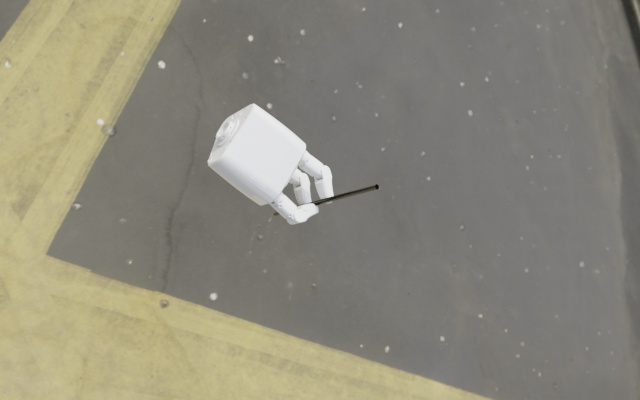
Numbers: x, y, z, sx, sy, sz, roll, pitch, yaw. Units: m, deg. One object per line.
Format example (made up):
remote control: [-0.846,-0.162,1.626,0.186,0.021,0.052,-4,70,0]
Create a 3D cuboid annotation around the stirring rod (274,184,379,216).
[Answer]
stirring rod: [0.000,0.003,0.767,0.011,0.011,0.239,0,-11,-43]
